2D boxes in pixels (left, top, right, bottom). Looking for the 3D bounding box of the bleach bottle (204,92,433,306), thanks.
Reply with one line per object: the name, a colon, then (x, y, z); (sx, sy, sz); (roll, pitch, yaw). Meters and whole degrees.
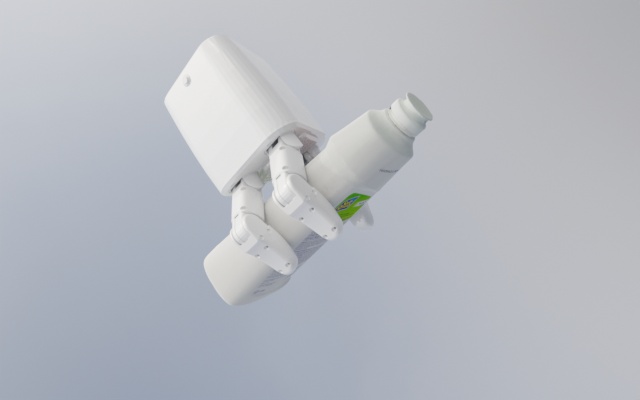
bleach bottle: (0.000, 0.001, 0.428); (0.251, 0.068, 0.102); (-43, -14, 30)
